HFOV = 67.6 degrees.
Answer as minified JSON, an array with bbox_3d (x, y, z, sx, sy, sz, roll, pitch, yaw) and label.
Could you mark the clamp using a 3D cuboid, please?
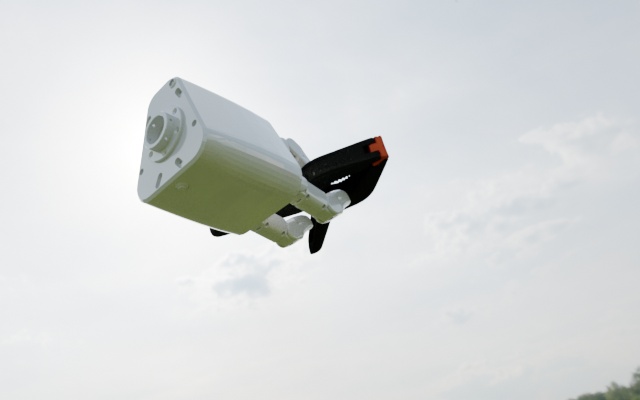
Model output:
[{"bbox_3d":[0.000,0.001,0.544,0.210,0.036,0.164,-34,-34,28],"label":"clamp"}]
